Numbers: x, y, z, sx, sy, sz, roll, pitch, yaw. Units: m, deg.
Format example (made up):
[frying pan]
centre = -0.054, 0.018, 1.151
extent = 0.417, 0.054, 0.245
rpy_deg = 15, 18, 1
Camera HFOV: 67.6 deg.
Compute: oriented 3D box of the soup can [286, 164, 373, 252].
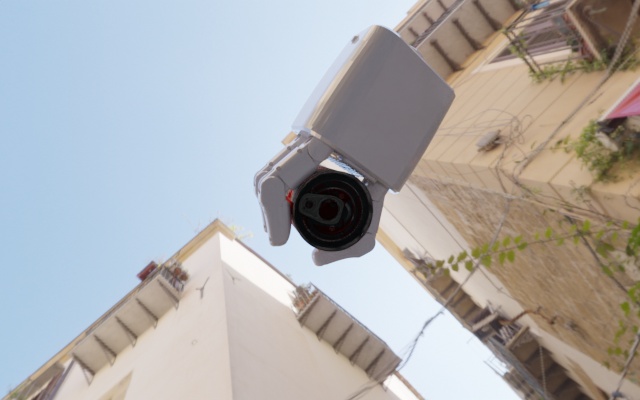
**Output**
[soup can]
centre = 0.000, 0.002, 0.440
extent = 0.068, 0.068, 0.102
rpy_deg = 0, 9, -13
